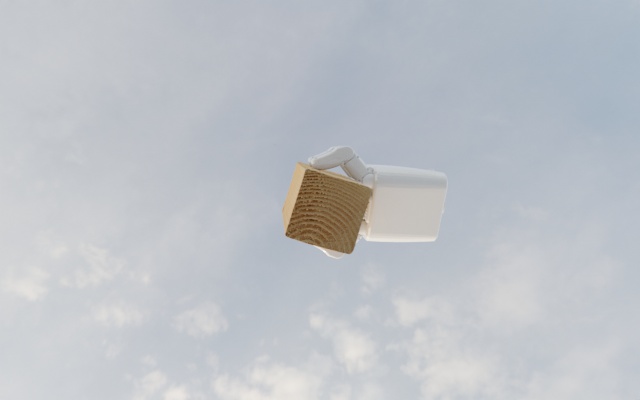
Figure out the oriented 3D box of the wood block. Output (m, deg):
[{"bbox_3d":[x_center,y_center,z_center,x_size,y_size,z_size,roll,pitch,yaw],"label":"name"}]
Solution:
[{"bbox_3d":[0.000,0.003,0.689,0.090,0.091,0.206,16,5,-7],"label":"wood block"}]
